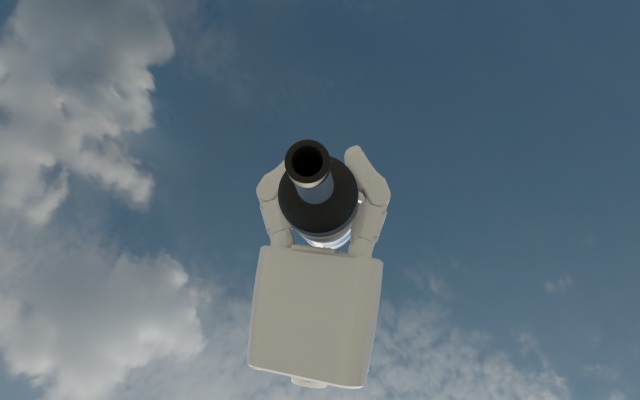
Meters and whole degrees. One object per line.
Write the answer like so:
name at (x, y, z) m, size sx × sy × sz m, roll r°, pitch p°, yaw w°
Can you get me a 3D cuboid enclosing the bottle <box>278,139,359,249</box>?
bottle at (0.000, 0.001, 0.427) m, size 0.069 × 0.069 × 0.296 m, roll 0°, pitch -10°, yaw 3°
